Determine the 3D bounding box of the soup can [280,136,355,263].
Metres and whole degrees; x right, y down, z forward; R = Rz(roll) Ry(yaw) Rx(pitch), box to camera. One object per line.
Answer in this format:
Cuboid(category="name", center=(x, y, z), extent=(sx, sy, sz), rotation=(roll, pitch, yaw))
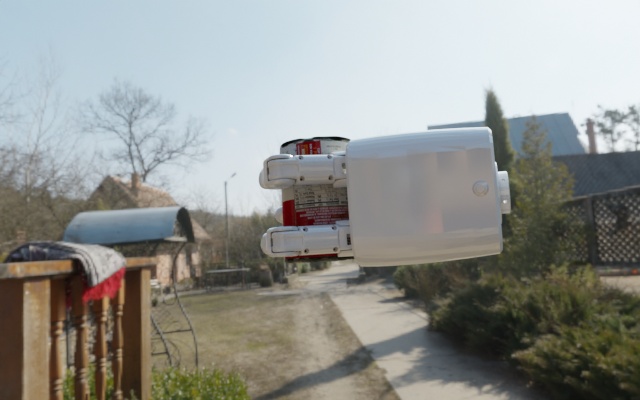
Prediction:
Cuboid(category="soup can", center=(0.000, 0.001, 0.413), extent=(0.068, 0.102, 0.068), rotation=(-4, -6, 0))
